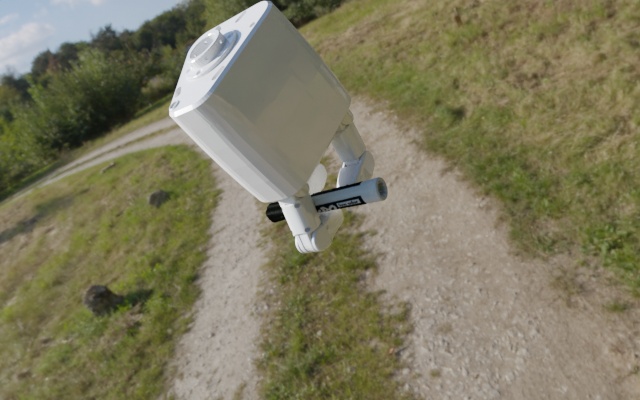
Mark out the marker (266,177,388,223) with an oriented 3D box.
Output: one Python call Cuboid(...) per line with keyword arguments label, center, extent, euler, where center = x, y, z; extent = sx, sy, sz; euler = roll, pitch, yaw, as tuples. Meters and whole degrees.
Cuboid(label="marker", center=(0.000, 0.001, 0.407), extent=(0.121, 0.020, 0.020), euler=(-12, -7, 35))
